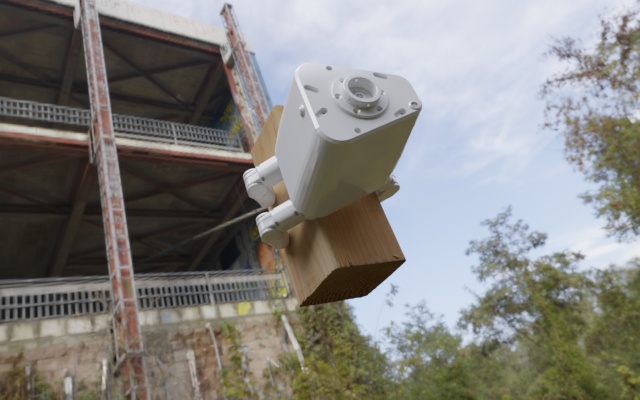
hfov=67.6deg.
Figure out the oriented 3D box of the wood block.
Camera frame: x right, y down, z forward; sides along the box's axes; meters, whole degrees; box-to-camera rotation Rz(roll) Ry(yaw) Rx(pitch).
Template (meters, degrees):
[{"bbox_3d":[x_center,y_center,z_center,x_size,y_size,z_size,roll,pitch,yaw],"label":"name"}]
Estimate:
[{"bbox_3d":[0.000,0.001,0.535,0.091,0.206,0.090,-1,-34,-31],"label":"wood block"}]
